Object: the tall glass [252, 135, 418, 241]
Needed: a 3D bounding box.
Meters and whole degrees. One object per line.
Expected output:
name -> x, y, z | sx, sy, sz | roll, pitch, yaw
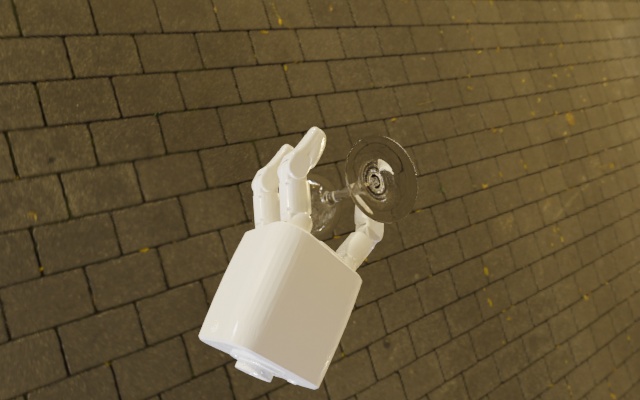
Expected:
tall glass -> 0.001, 0.001, 0.470 | 0.079, 0.079, 0.201 | 0, -11, -32
